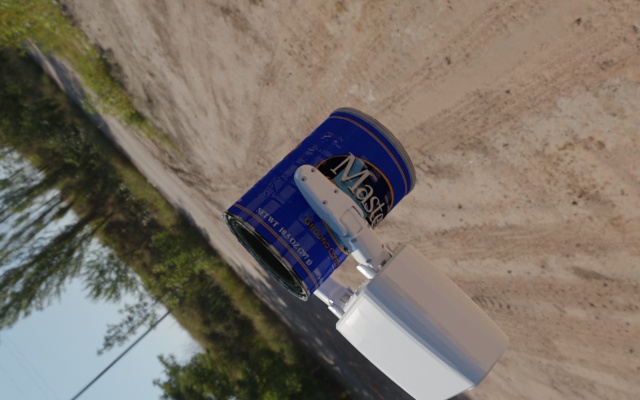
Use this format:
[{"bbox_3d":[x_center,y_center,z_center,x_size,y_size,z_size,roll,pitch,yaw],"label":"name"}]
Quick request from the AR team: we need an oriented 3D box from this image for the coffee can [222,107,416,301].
[{"bbox_3d":[0.000,0.001,0.419,0.140,0.103,0.103,-44,16,-18],"label":"coffee can"}]
